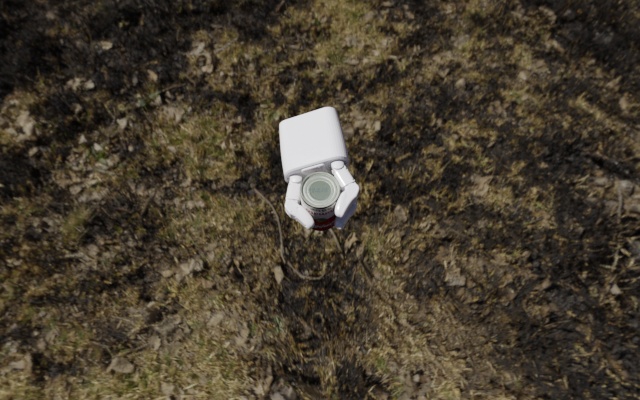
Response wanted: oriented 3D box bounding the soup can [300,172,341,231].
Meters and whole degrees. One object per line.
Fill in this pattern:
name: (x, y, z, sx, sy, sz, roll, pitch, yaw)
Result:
soup can: (0.000, 0.003, 0.811, 0.068, 0.068, 0.102, 0, -24, 0)
